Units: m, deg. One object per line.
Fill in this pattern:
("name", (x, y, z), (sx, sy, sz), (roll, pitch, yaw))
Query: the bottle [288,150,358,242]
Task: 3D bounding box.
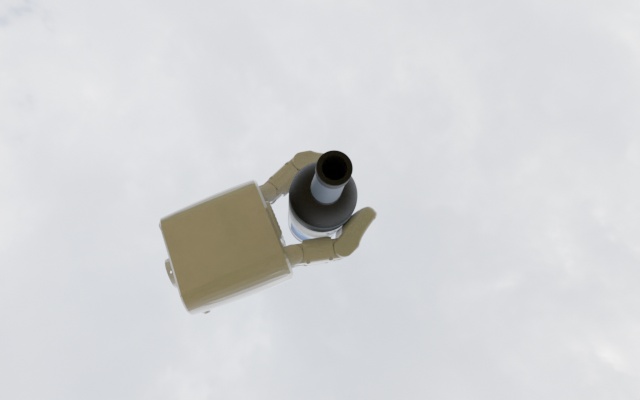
("bottle", (0.000, 0.002, 0.495), (0.069, 0.069, 0.296), (0, -10, -4))
